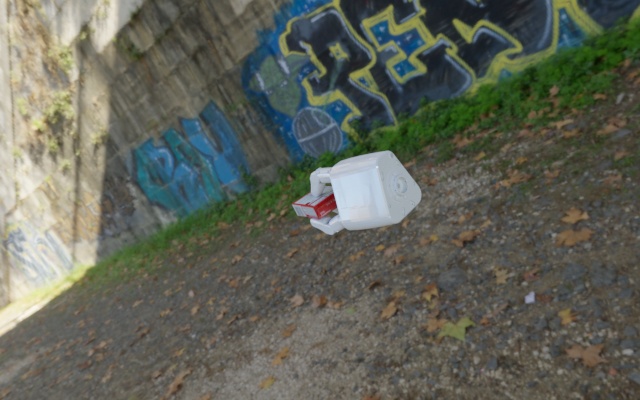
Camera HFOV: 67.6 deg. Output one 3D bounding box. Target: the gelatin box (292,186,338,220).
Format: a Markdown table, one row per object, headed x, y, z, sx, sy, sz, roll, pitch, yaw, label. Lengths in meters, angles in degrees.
| x | y | z | sx | sy | sz | roll | pitch | yaw | label |
| --- | --- | --- | --- | --- | --- | --- | --- | --- | --- |
| 0.000 | 0.002 | 0.881 | 0.073 | 0.030 | 0.089 | -33 | 18 | -24 | gelatin box |
